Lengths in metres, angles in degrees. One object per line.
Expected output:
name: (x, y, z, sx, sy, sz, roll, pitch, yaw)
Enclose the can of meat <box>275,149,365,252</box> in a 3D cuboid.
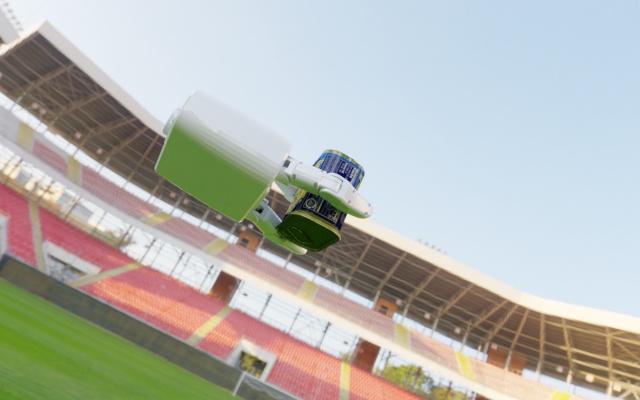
can of meat: (0.000, 0.001, 0.524, 0.057, 0.084, 0.102, 29, -22, -9)
